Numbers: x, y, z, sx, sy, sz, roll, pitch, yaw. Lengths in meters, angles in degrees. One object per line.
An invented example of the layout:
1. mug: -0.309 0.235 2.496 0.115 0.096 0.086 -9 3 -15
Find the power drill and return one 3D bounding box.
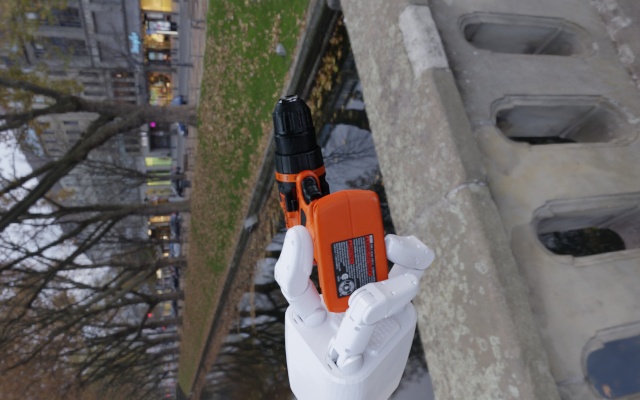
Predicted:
1. power drill: 0.000 0.002 0.446 0.057 0.184 0.187 -14 21 -10
